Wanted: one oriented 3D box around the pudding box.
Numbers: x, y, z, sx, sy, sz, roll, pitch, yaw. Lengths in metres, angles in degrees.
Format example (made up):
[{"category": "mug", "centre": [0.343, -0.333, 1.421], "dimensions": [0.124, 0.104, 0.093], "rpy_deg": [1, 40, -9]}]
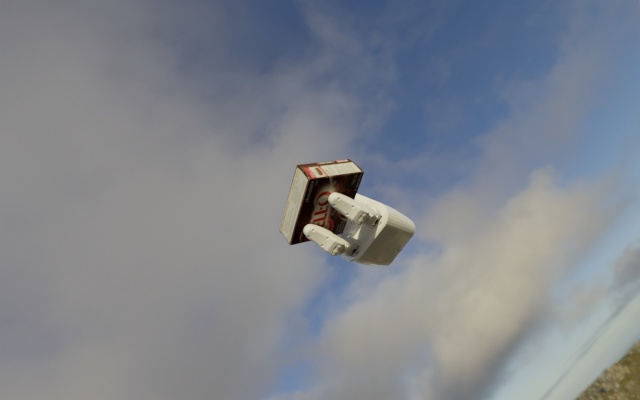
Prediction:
[{"category": "pudding box", "centre": [0.000, 0.002, 0.645], "dimensions": [0.090, 0.114, 0.039], "rpy_deg": [-11, 40, -35]}]
